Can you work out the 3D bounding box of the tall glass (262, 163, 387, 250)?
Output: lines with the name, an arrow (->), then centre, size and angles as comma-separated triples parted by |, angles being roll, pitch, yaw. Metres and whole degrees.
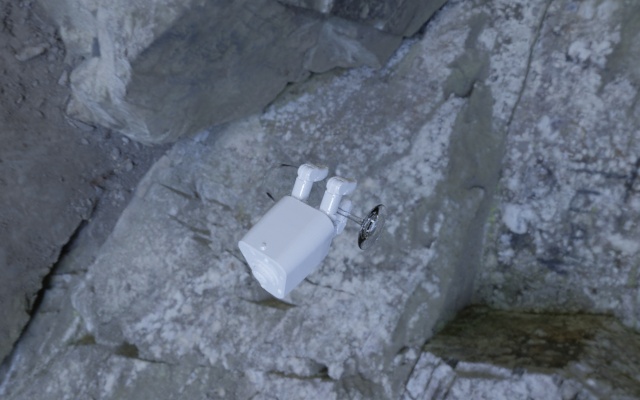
tall glass -> 0.001, 0.003, 0.756 | 0.201, 0.079, 0.079 | 26, 14, 30
